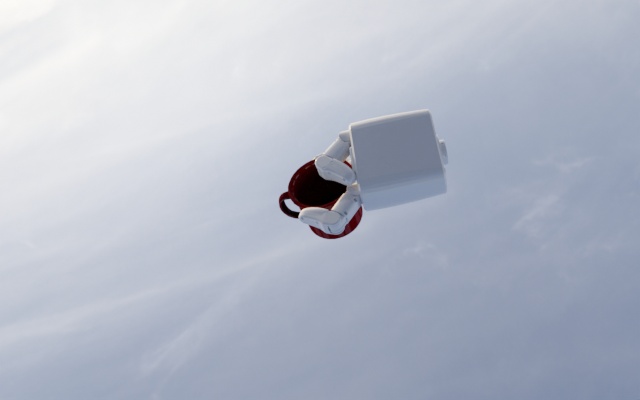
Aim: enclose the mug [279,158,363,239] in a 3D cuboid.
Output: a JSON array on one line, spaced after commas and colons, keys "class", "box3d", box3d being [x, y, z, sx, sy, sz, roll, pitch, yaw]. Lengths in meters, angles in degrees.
[{"class": "mug", "box3d": [-0.001, 0.003, 0.663, 0.117, 0.093, 0.082, -11, -42, 12]}]
